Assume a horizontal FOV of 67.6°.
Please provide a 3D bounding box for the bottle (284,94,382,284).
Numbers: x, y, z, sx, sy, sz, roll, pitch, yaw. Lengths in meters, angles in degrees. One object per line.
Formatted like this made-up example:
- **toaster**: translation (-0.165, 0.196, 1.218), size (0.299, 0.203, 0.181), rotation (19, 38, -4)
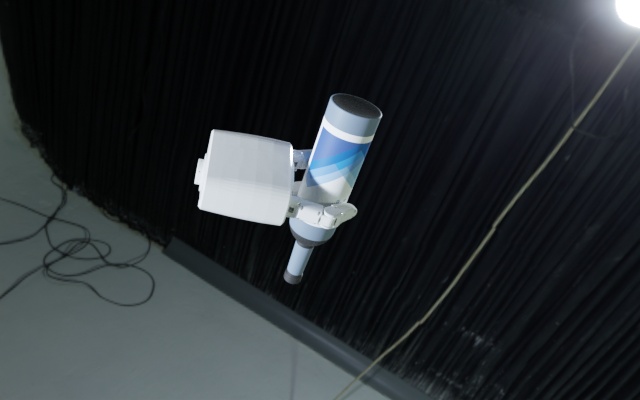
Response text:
- **bottle**: translation (0.000, 0.002, 0.658), size (0.069, 0.296, 0.069), rotation (15, 32, -9)
